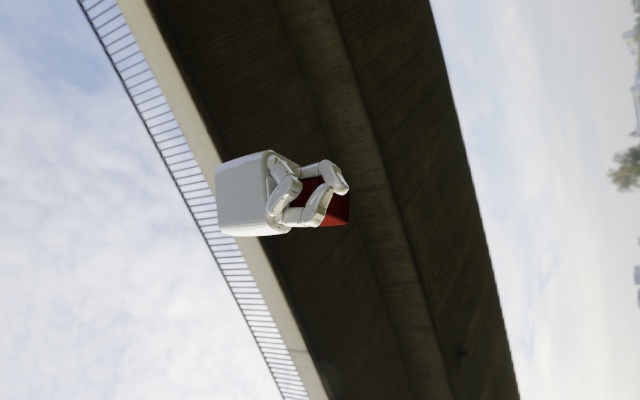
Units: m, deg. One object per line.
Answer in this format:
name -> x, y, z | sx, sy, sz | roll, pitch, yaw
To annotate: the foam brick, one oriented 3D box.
foam brick -> 0.000, 0.002, 0.693 | 0.051, 0.053, 0.078 | -9, -22, 36
